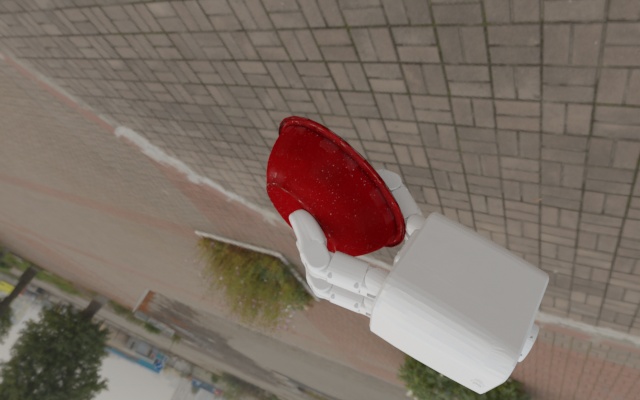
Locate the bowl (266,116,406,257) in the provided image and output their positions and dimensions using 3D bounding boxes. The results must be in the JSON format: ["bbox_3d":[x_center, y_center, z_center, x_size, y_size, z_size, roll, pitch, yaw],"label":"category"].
[{"bbox_3d":[-0.001,0.001,0.449,0.055,0.162,0.162,-44,16,-18],"label":"bowl"}]
